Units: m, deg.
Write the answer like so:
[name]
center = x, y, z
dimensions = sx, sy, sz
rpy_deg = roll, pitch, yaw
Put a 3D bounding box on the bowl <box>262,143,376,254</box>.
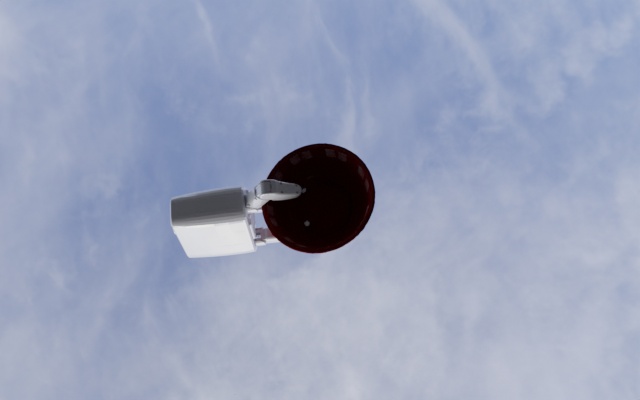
[bowl]
center = 0.002, 0.002, 0.682
dimensions = 0.162, 0.162, 0.055
rpy_deg = 0, -19, 13
